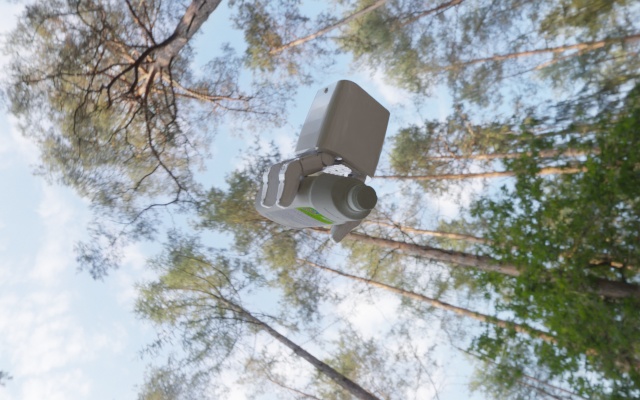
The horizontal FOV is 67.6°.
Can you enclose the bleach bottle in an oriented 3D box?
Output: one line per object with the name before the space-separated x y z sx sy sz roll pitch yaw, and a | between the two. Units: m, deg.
bleach bottle | 0.000 0.002 0.652 0.102 0.068 0.251 22 -12 -26
